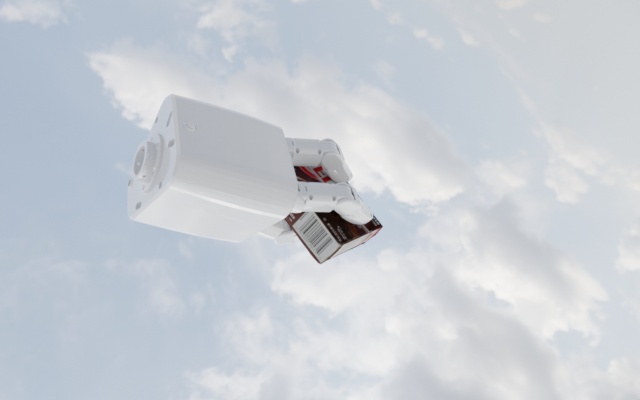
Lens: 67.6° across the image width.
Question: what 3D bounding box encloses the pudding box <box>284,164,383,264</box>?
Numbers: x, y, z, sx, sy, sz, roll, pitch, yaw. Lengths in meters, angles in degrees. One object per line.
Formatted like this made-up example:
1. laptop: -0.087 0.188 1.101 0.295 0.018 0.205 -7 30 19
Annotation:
1. pudding box: 0.000 0.002 0.485 0.039 0.113 0.090 -44 -15 32
